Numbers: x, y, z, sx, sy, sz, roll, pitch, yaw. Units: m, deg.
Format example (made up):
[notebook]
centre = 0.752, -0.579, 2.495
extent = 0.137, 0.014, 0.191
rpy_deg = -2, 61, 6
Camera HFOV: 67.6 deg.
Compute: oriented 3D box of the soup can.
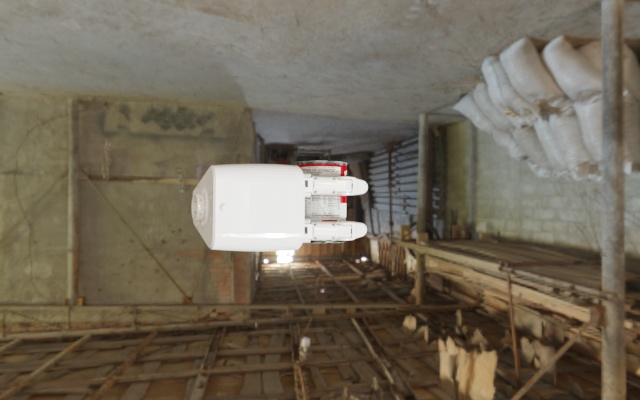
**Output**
[soup can]
centre = 0.000, 0.002, 0.616
extent = 0.068, 0.102, 0.068
rpy_deg = 1, -1, 0
